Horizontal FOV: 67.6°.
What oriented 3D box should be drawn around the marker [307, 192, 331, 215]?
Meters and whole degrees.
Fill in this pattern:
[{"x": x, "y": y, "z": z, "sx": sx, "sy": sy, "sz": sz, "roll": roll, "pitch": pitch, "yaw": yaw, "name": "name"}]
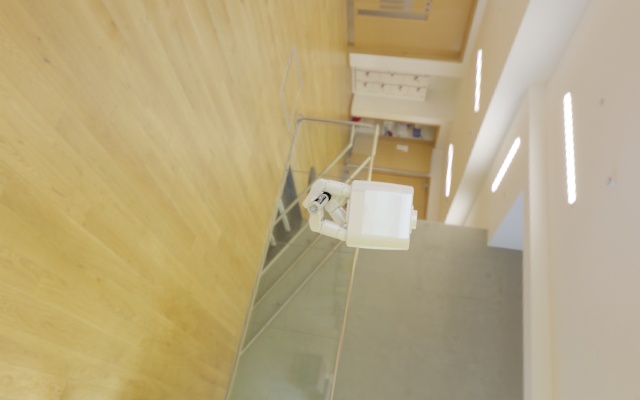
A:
[{"x": 0.000, "y": 0.003, "z": 0.780, "sx": 0.020, "sy": 0.020, "sz": 0.121, "roll": 0, "pitch": 10, "yaw": 11, "name": "marker"}]
